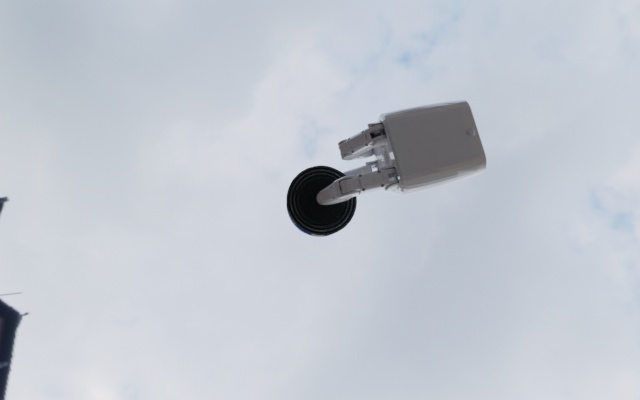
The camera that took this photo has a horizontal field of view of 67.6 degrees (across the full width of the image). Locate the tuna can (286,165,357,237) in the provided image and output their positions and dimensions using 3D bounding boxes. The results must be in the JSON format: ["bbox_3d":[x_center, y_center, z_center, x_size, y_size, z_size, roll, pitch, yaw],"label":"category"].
[{"bbox_3d":[0.000,0.002,0.592,0.086,0.086,0.034,0,-9,-6],"label":"tuna can"}]
